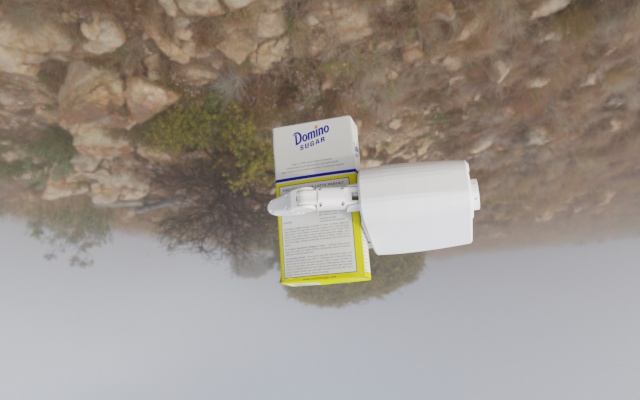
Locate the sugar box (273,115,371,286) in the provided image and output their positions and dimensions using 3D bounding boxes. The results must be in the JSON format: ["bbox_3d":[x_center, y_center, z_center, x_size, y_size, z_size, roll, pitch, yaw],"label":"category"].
[{"bbox_3d":[0.000,0.002,0.523,0.093,0.176,0.048,-7,-15,14],"label":"sugar box"}]
